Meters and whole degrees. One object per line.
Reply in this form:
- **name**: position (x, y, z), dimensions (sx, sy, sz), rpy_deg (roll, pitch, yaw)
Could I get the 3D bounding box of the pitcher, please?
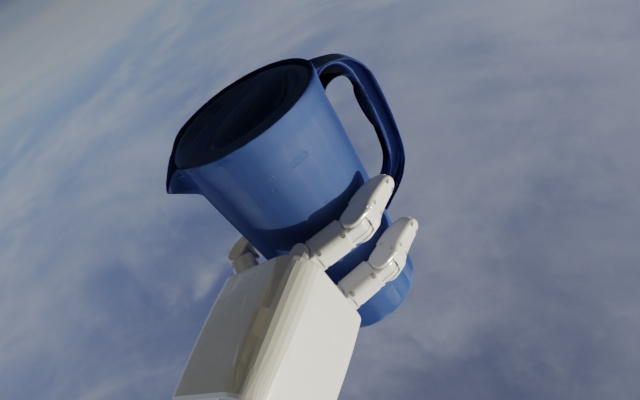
- **pitcher**: position (0.000, 0.002, 0.430), dimensions (0.149, 0.145, 0.243), rpy_deg (-10, -48, 34)
